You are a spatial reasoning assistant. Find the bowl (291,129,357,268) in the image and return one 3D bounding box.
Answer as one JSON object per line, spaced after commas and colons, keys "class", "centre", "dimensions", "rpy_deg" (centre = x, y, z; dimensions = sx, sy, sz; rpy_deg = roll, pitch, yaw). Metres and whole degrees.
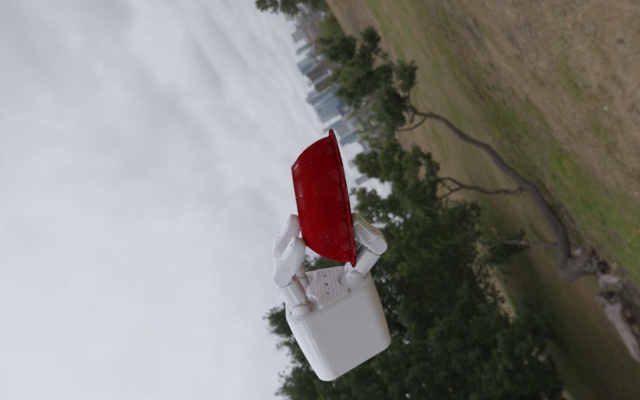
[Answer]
{"class": "bowl", "centre": [-0.001, 0.001, 0.550], "dimensions": [0.055, 0.162, 0.162], "rpy_deg": [-9, 0, -2]}
